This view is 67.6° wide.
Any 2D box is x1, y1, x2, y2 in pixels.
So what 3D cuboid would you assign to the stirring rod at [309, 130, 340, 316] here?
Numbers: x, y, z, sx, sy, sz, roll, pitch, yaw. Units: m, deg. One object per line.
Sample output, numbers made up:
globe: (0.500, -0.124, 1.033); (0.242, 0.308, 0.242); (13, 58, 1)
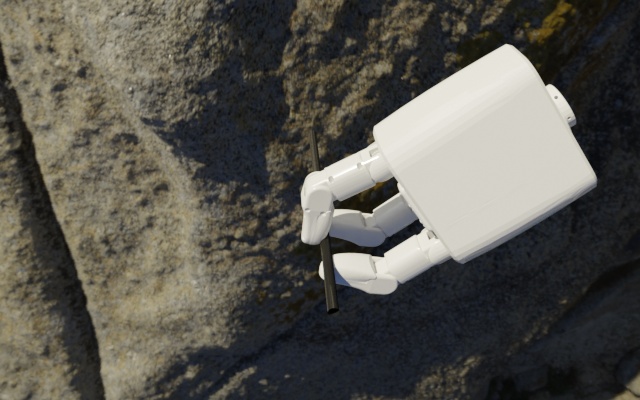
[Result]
stirring rod: (0.000, 0.001, 0.410); (0.011, 0.011, 0.239); (0, 37, -5)
